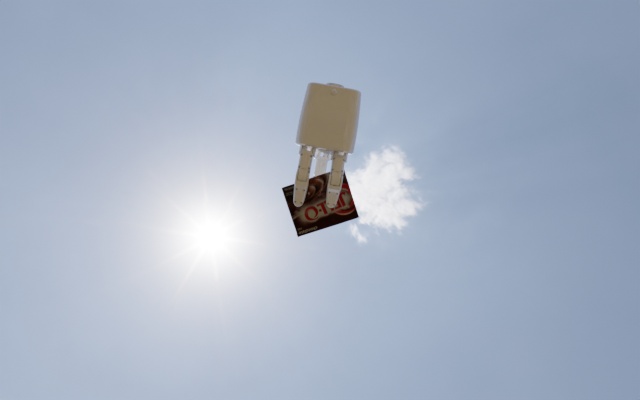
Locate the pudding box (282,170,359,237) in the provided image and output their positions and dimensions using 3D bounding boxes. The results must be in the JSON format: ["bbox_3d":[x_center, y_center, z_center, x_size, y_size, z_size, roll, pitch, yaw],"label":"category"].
[{"bbox_3d":[0.000,0.003,0.824,0.113,0.090,0.039,-18,3,2],"label":"pudding box"}]
